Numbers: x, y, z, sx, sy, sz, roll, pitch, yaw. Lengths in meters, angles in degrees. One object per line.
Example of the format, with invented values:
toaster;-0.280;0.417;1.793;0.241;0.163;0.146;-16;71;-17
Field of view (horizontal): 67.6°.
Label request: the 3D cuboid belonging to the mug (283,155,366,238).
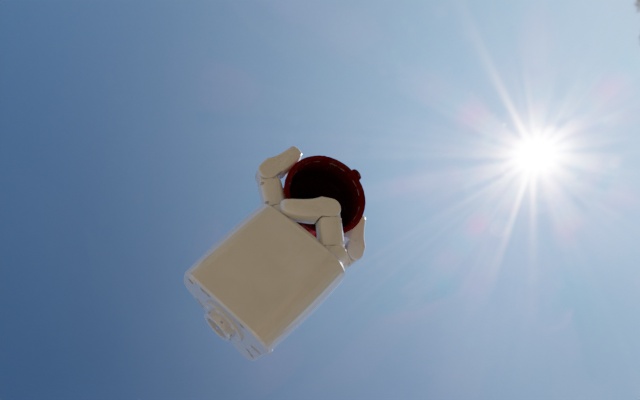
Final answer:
mug;0.001;0.001;0.549;0.117;0.093;0.081;-39;-4;-31
